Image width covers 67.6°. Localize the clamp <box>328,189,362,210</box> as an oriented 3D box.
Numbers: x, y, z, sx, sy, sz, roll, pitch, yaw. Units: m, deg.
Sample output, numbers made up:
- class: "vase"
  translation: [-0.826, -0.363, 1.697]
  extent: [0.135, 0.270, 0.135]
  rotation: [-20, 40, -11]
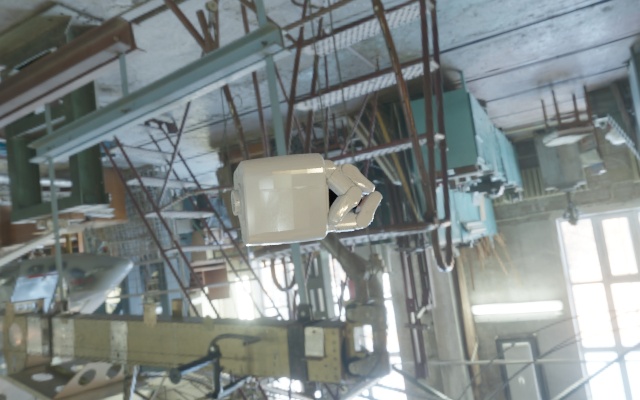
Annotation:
- class: "clamp"
  translation: [0.000, 0.003, 0.723]
  extent: [0.120, 0.039, 0.171]
  rotation: [-5, -7, -18]
